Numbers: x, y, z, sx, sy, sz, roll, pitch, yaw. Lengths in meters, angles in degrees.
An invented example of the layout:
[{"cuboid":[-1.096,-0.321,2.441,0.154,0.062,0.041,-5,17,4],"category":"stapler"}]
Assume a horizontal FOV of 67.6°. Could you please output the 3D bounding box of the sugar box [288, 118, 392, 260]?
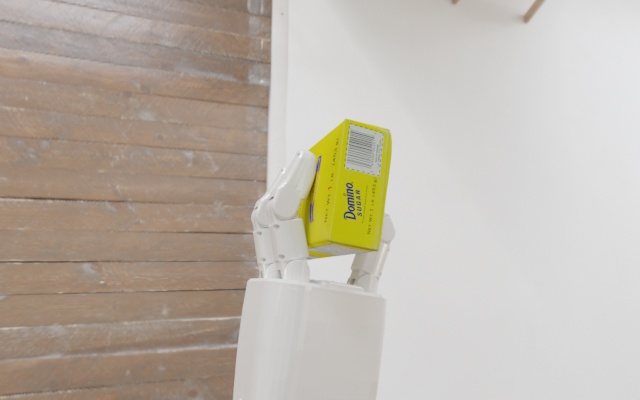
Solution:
[{"cuboid":[0.000,0.001,0.416,0.048,0.093,0.176,13,-14,-20],"category":"sugar box"}]
